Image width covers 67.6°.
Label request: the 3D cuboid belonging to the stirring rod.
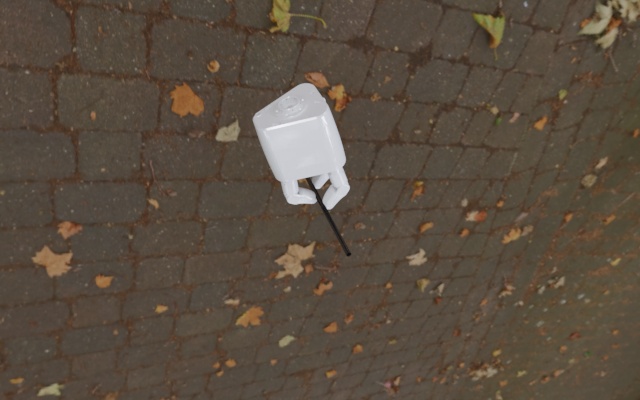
[{"bbox_3d":[0.000,0.002,0.790,0.011,0.011,0.239,0,40,-27],"label":"stirring rod"}]
